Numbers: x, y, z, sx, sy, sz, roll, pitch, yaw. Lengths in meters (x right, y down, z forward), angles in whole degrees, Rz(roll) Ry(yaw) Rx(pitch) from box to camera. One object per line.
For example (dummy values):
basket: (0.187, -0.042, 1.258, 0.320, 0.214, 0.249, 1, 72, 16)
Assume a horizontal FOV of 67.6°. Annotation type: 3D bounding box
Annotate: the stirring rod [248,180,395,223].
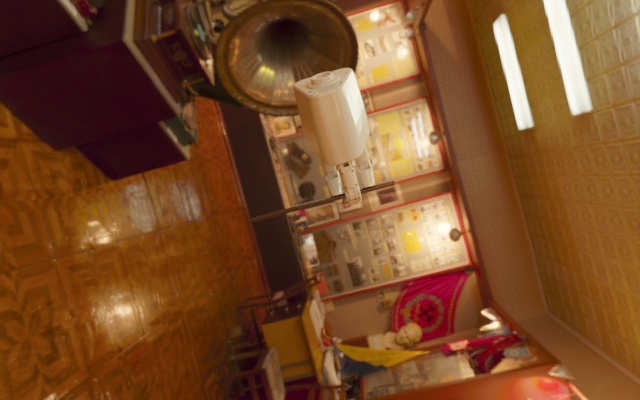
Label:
stirring rod: (0.000, 0.002, 0.761, 0.239, 0.011, 0.011, -15, -1, 5)
